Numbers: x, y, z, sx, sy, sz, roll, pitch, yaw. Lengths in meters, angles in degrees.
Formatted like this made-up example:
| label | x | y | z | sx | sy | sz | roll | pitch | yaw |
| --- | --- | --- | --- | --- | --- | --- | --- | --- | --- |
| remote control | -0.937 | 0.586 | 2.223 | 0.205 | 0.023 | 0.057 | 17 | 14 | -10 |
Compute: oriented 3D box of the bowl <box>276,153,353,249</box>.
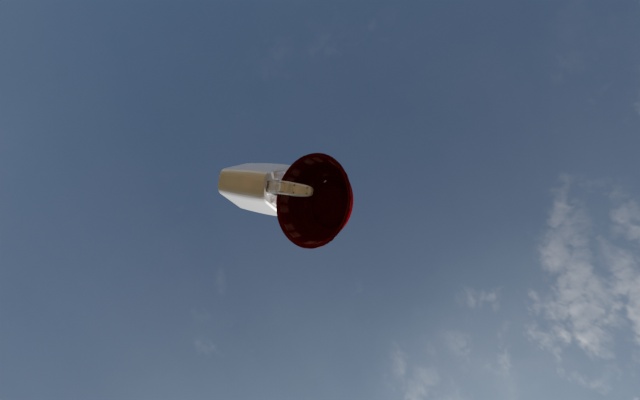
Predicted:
| label | x | y | z | sx | sy | sz | roll | pitch | yaw |
| --- | --- | --- | --- | --- | --- | --- | --- | --- | --- |
| bowl | 0.001 | 0.003 | 0.817 | 0.162 | 0.162 | 0.055 | 0 | -7 | 39 |
